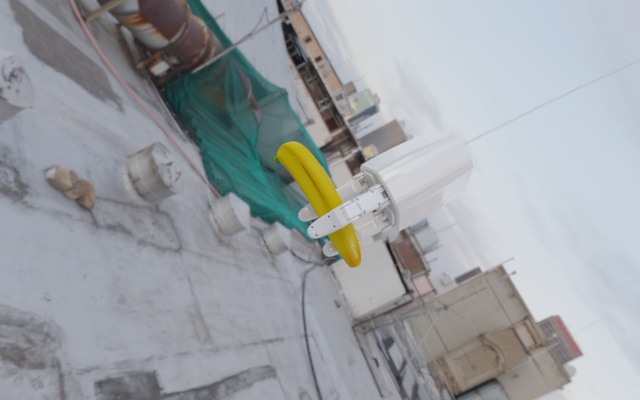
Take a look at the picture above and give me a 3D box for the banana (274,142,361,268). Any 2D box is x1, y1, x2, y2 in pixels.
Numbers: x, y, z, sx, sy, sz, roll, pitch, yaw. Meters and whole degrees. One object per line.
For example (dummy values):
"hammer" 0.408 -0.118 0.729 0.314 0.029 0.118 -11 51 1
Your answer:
"banana" -0.004 -0.010 0.584 0.037 0.197 0.070 -29 -28 -10
